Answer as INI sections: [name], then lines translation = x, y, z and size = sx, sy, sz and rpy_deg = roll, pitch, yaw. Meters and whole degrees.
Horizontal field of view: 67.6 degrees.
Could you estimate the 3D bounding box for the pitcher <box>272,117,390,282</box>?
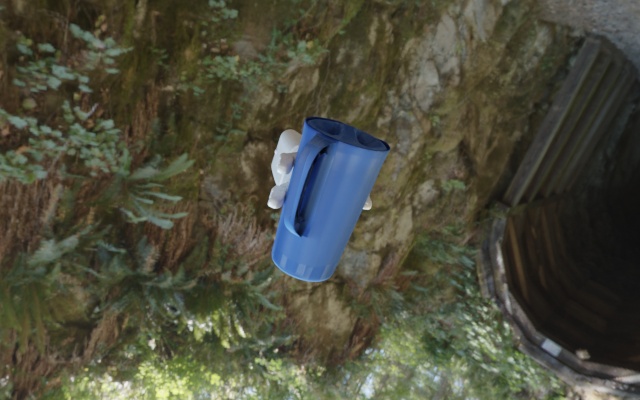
[pitcher]
translation = 0.000, 0.002, 0.738
size = 0.149, 0.243, 0.145
rpy_deg = 11, 21, -21
